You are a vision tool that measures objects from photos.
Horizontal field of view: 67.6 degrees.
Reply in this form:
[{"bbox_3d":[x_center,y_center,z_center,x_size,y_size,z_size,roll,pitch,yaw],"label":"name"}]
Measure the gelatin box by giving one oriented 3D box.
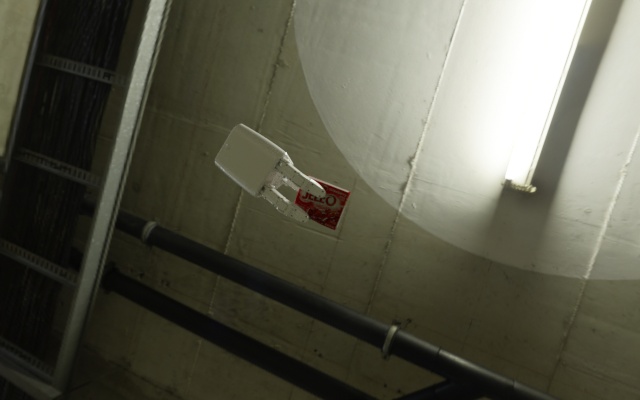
[{"bbox_3d":[0.001,0.003,0.863,0.089,0.073,0.030,22,9,9],"label":"gelatin box"}]
